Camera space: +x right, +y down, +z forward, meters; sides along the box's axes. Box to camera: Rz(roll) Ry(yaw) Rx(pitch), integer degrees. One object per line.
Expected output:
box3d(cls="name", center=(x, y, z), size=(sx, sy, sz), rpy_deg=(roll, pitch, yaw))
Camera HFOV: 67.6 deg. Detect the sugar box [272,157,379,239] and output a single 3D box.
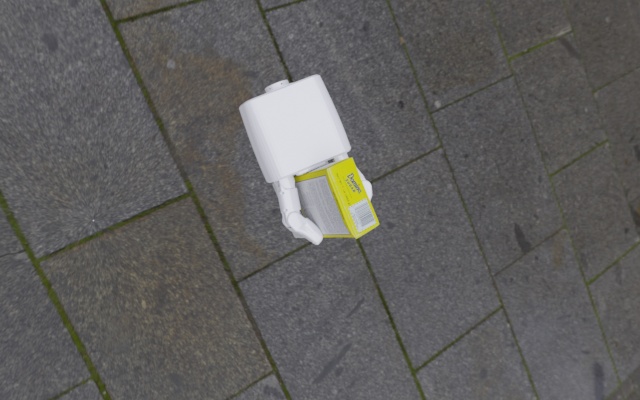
box3d(cls="sugar box", center=(0.001, 0.002, 0.644), size=(0.048, 0.093, 0.176), rpy_deg=(-26, 9, -24))
